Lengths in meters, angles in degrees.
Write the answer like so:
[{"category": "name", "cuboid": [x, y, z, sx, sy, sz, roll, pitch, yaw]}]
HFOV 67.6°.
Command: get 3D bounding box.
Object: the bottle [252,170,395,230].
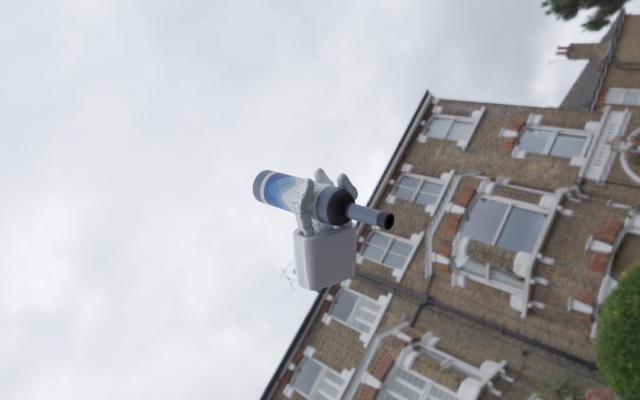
[{"category": "bottle", "cuboid": [0.000, 0.003, 0.839, 0.295, 0.069, 0.069, 16, 10, 40]}]
